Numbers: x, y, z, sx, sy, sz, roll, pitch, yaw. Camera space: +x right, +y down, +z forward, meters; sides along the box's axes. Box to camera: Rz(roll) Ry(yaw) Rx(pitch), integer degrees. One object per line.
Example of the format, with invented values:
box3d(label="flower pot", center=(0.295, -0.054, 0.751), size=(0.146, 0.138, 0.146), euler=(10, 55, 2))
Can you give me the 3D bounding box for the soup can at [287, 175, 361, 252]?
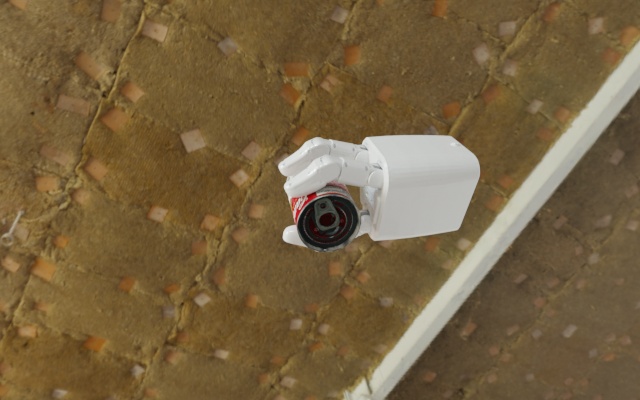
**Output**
box3d(label="soup can", center=(0.000, 0.002, 0.533), size=(0.068, 0.068, 0.102), euler=(0, 27, -12))
